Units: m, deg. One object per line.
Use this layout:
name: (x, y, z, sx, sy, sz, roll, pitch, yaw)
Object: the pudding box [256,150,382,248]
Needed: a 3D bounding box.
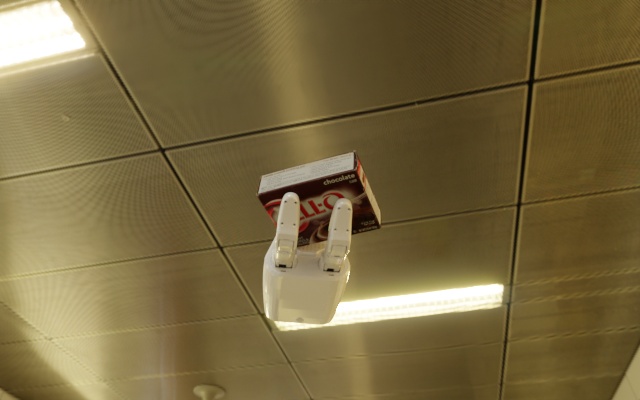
pudding box: (0.000, 0.002, 0.520, 0.113, 0.039, 0.090, -16, -48, 15)
